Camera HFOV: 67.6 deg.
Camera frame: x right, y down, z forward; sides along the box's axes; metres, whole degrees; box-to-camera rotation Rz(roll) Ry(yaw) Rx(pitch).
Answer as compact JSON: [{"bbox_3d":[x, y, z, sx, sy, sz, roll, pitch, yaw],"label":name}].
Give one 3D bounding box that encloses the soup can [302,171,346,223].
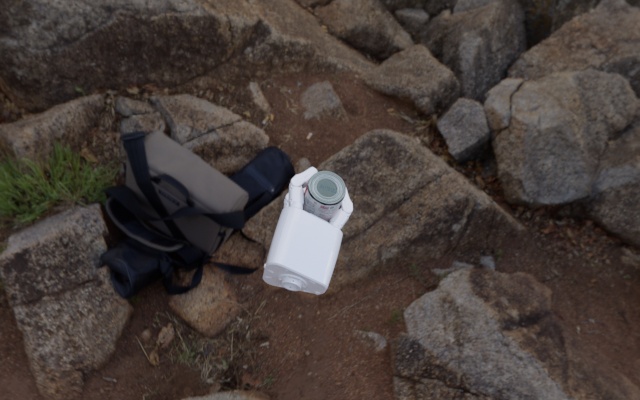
[{"bbox_3d":[0.000,0.002,0.835,0.068,0.068,0.102,0,-29,-14],"label":"soup can"}]
